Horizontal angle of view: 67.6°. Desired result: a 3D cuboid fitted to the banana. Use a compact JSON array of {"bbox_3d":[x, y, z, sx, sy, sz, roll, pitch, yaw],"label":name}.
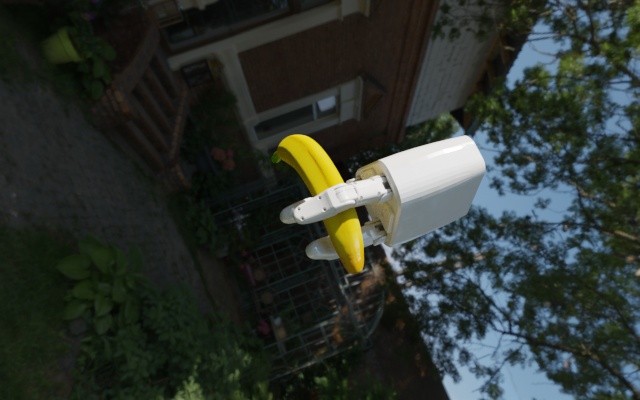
[{"bbox_3d":[0.000,-0.013,0.511,0.037,0.070,0.197,-18,50,-20],"label":"banana"}]
